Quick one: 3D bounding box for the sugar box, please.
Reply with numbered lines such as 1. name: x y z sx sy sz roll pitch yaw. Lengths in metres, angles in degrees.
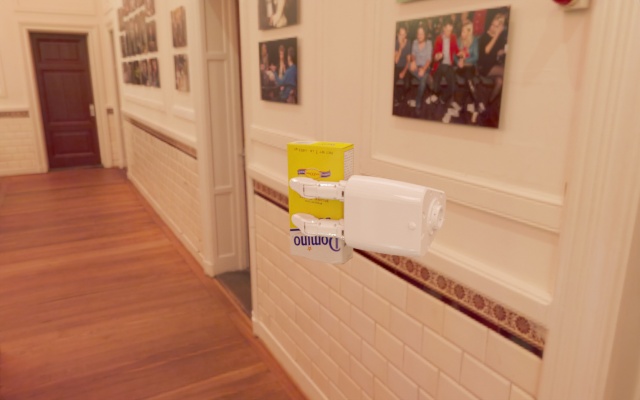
1. sugar box: 0.000 0.002 0.706 0.093 0.176 0.048 8 17 28
